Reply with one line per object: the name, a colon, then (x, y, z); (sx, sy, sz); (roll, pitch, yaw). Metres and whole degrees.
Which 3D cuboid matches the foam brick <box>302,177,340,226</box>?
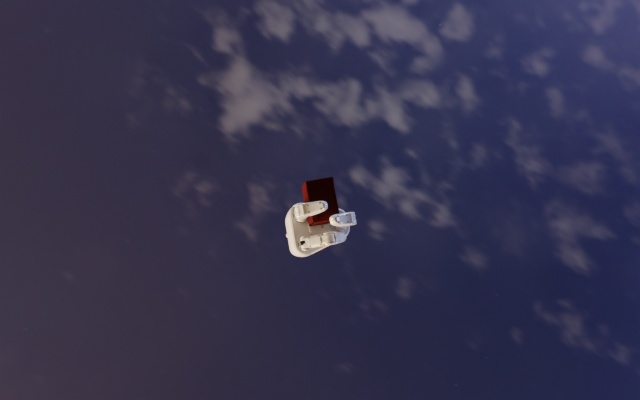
foam brick: (0.000, 0.003, 0.866); (0.053, 0.078, 0.051); (-8, -8, -11)
